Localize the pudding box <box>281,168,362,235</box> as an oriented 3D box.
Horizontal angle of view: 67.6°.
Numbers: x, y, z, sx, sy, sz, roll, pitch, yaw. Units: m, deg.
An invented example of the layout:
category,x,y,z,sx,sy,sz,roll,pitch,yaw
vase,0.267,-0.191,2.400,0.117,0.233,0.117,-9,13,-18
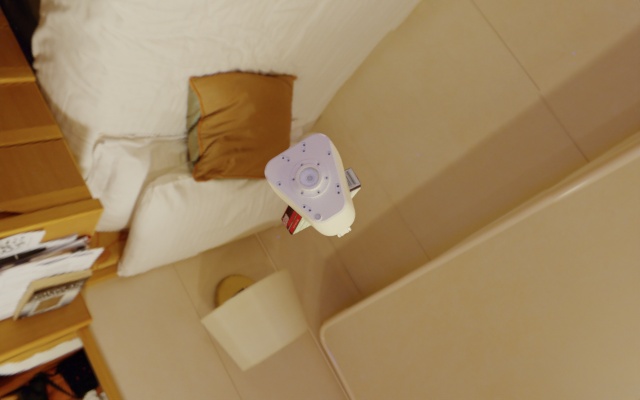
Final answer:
category,x,y,z,sx,sy,sz,roll,pitch,yaw
pudding box,0.000,0.003,0.750,0.113,0.039,0.090,-24,-15,-26
